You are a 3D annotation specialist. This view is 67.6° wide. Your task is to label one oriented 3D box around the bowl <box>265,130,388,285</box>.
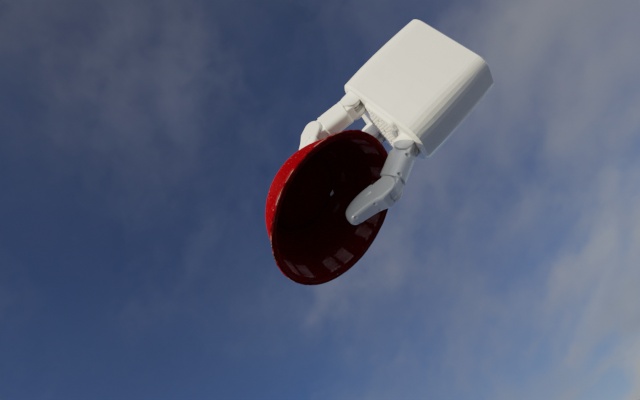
[{"bbox_3d":[-0.001,0.002,0.482,0.162,0.162,0.055,0,20,-46],"label":"bowl"}]
